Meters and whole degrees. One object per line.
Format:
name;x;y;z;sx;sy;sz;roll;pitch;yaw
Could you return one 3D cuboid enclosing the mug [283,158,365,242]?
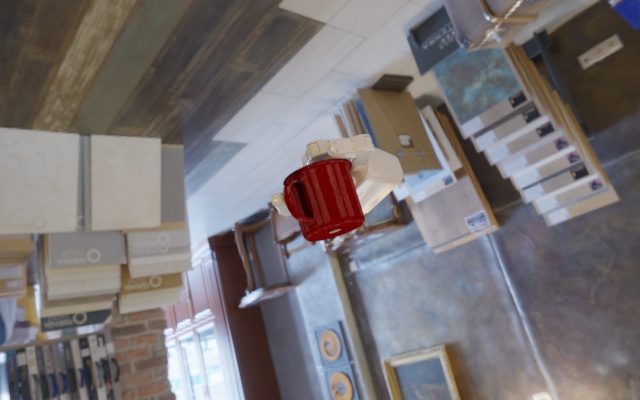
mug;-0.001;0.002;0.600;0.093;0.081;0.117;-28;-18;34
